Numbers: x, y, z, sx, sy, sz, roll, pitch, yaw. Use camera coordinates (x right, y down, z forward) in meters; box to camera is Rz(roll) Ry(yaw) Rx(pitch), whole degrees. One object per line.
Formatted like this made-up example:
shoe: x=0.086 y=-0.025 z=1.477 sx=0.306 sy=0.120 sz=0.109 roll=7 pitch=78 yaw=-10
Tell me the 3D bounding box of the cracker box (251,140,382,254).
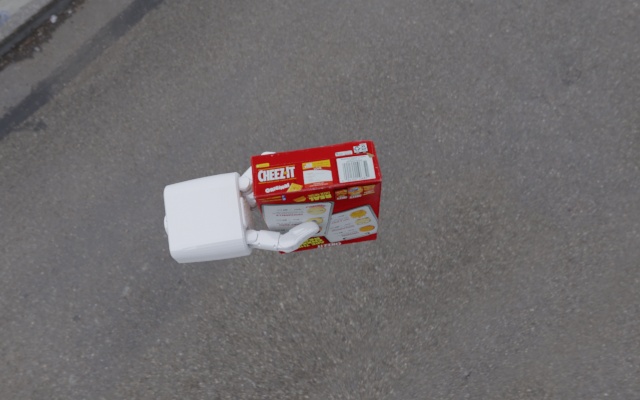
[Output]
cracker box: x=0.000 y=0.002 z=0.698 sx=0.164 sy=0.072 sz=0.214 roll=-8 pitch=-25 yaw=1
